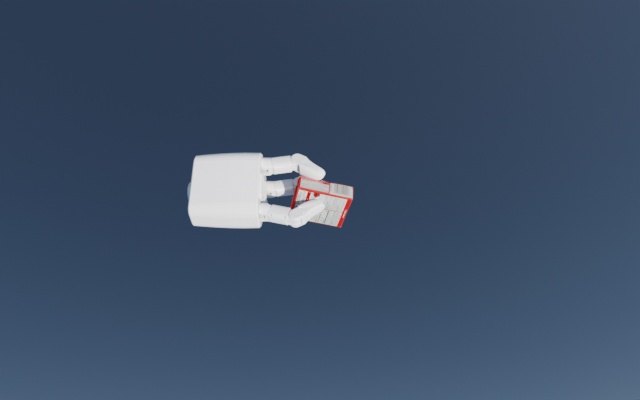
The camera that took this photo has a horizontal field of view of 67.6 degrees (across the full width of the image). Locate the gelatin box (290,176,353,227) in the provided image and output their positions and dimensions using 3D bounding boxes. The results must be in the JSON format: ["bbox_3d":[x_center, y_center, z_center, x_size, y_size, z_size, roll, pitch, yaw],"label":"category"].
[{"bbox_3d":[0.000,0.003,0.757,0.089,0.030,0.073,12,-43,-6],"label":"gelatin box"}]
